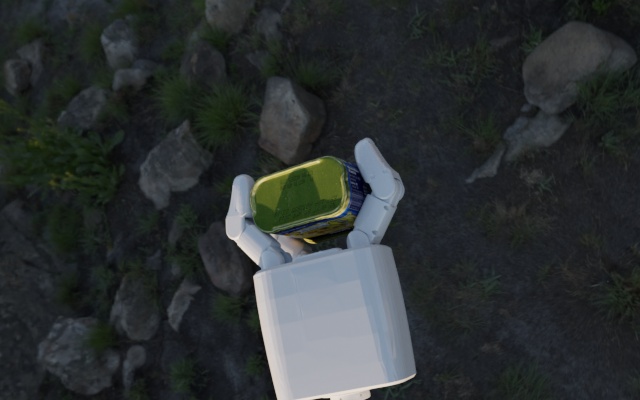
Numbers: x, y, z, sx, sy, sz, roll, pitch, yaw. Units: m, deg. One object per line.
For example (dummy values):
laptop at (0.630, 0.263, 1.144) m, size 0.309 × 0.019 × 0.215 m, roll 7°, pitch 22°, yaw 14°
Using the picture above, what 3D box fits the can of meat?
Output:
can of meat at (0.000, 0.001, 0.432) m, size 0.102 × 0.057 × 0.084 m, roll -17°, pitch -16°, yaw 28°
